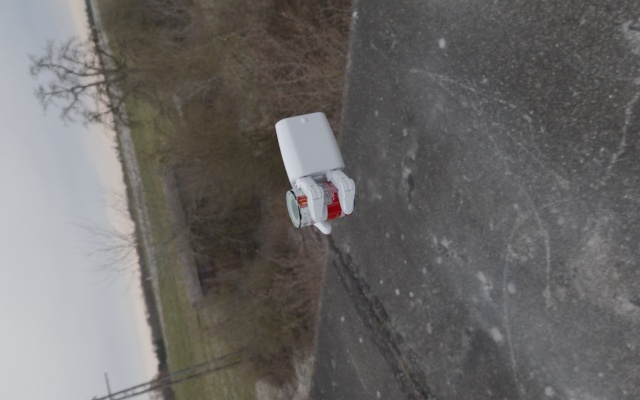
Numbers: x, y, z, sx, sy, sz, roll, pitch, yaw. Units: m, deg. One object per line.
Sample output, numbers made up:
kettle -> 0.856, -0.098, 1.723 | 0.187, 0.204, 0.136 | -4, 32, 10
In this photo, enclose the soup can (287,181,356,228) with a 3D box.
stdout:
soup can -> 0.000, 0.003, 0.820 | 0.102, 0.068, 0.068 | -14, 4, -18
